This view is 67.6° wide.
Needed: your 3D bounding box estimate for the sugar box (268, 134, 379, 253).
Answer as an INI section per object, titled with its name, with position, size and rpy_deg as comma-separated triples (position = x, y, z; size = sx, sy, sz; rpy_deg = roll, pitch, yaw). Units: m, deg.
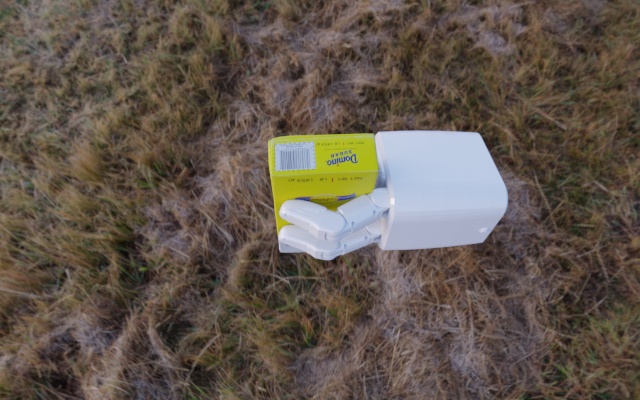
[sugar box]
position = 0.000, 0.002, 0.477
size = 0.093, 0.048, 0.176
rpy_deg = -2, -30, -2
